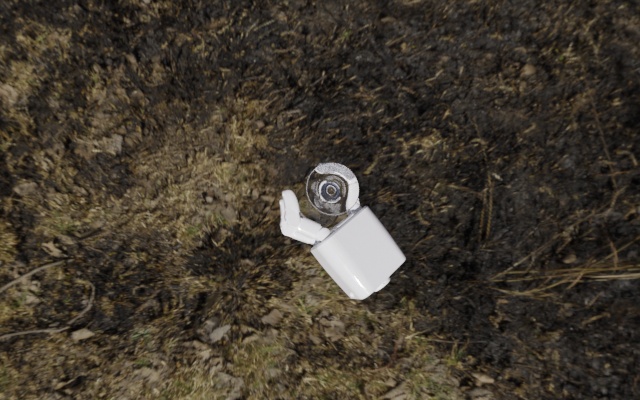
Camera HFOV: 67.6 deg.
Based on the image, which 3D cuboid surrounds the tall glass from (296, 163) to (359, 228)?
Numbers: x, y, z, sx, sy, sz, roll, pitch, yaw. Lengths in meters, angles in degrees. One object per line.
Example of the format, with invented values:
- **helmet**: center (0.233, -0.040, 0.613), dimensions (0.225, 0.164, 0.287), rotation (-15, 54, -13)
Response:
- **tall glass**: center (0.000, 0.002, 0.747), dimensions (0.079, 0.079, 0.201), rotation (0, -10, -10)
